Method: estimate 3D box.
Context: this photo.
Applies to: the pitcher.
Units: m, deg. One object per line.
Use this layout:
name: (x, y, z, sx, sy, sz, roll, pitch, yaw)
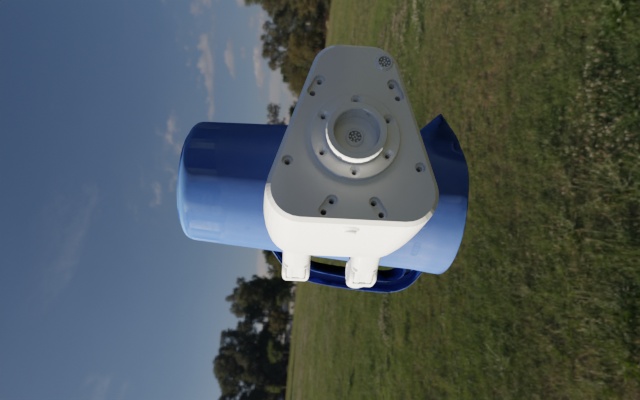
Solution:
pitcher: (0.000, 0.001, 0.446, 0.243, 0.149, 0.145, 5, -14, -3)
